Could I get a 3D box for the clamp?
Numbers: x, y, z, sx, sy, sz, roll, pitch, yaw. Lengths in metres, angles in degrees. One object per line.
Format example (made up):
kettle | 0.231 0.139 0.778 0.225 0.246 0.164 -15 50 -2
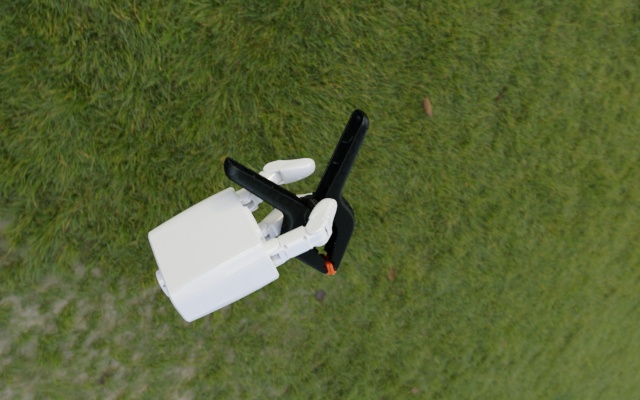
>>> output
clamp | 0.000 0.003 0.557 0.164 0.210 0.036 -27 39 -8
